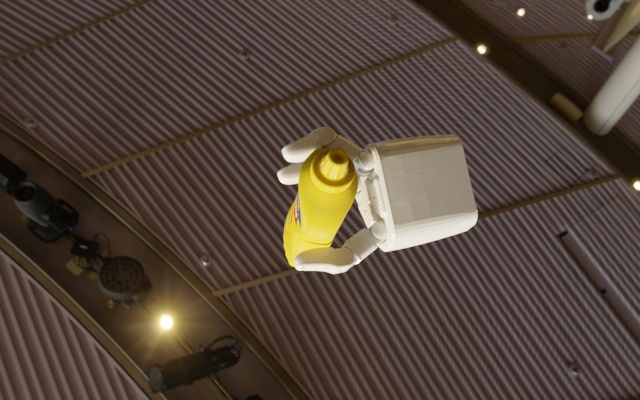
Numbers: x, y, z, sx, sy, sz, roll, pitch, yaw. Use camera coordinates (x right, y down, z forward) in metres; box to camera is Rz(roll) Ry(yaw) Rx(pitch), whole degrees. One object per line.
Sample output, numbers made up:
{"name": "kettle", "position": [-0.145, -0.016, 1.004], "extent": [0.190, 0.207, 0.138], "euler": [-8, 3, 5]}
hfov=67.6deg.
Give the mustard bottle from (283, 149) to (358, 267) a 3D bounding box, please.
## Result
{"name": "mustard bottle", "position": [0.000, 0.002, 0.500], "extent": [0.058, 0.096, 0.192], "euler": [12, -26, -5]}
